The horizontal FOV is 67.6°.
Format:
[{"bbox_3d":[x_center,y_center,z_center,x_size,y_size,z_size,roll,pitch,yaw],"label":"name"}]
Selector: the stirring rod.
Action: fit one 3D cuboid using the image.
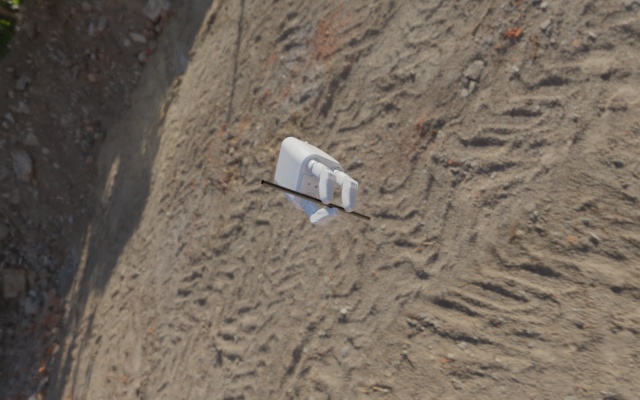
[{"bbox_3d":[0.000,0.003,0.816,0.239,0.011,0.011,19,-12,-37],"label":"stirring rod"}]
